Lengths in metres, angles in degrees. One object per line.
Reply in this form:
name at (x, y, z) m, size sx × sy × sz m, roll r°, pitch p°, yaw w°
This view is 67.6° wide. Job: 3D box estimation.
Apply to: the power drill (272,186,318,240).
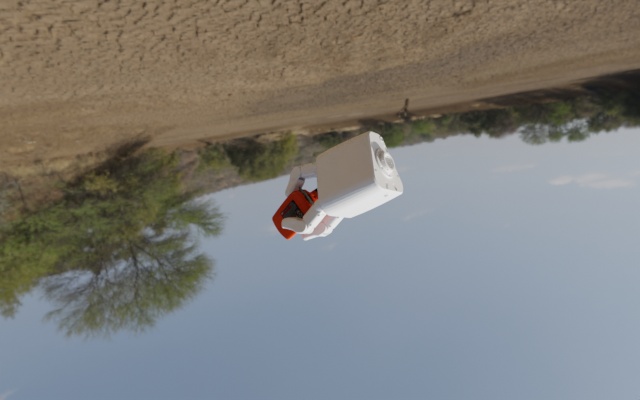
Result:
power drill at (0.000, 0.003, 0.892) m, size 0.187 × 0.057 × 0.184 m, roll -30°, pitch -13°, yaw -42°
